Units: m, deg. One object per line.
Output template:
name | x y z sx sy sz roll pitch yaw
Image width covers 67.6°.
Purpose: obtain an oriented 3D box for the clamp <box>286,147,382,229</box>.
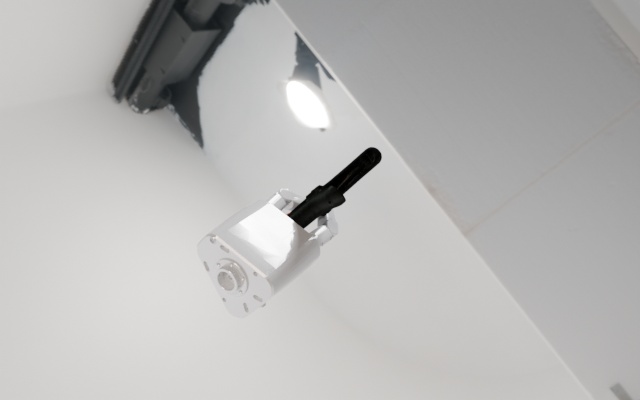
clamp | 0.000 0.002 0.615 0.171 0.039 0.120 -41 -2 36
